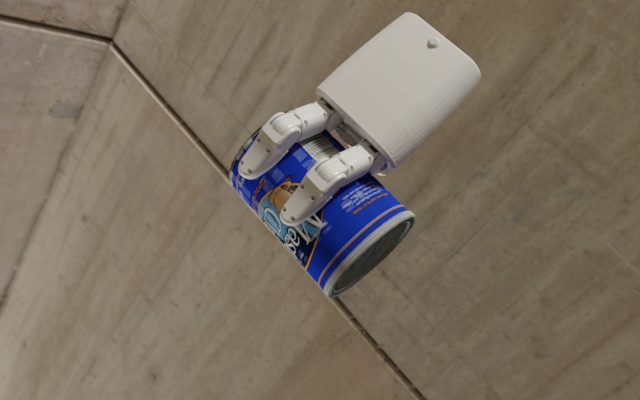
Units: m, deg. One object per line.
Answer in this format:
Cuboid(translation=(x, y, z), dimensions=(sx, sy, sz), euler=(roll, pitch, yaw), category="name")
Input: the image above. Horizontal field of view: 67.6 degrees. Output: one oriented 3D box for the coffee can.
Cuboid(translation=(0.000, 0.002, 0.432), dimensions=(0.140, 0.103, 0.103), euler=(47, 18, 18), category="coffee can")
